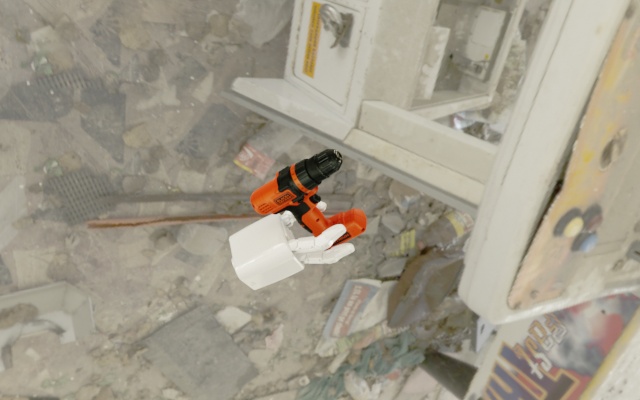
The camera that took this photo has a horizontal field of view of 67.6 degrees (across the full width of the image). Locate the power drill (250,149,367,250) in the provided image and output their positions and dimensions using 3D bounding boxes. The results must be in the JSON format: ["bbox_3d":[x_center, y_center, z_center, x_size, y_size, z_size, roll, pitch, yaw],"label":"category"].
[{"bbox_3d":[0.000,0.003,0.840,0.184,0.057,0.188,-28,-50,27],"label":"power drill"}]
